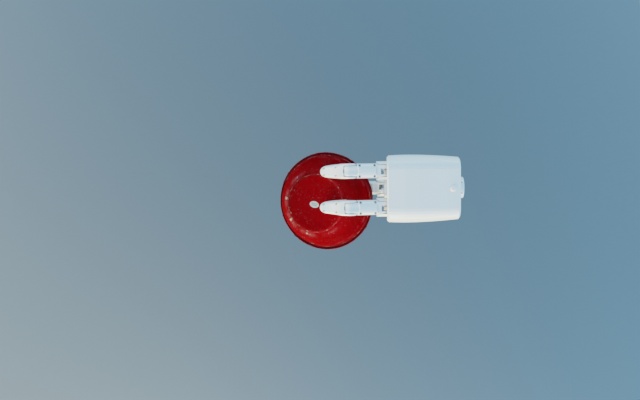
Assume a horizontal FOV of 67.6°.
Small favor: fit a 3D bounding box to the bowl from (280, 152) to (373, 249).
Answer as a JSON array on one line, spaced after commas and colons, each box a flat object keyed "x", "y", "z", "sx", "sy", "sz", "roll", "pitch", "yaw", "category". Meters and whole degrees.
[{"x": -0.001, "y": 0.003, "z": 0.767, "sx": 0.162, "sy": 0.162, "sz": 0.055, "roll": 0, "pitch": 4, "yaw": 19, "category": "bowl"}]
